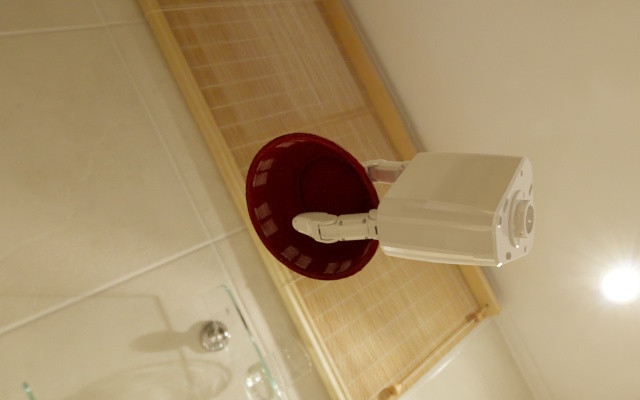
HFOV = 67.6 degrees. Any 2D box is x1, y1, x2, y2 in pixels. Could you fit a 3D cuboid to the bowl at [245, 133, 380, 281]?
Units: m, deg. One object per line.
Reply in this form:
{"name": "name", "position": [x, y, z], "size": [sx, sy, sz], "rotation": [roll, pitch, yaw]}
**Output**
{"name": "bowl", "position": [-0.001, 0.001, 0.510], "size": [0.162, 0.162, 0.055], "rotation": [0, 20, 30]}
